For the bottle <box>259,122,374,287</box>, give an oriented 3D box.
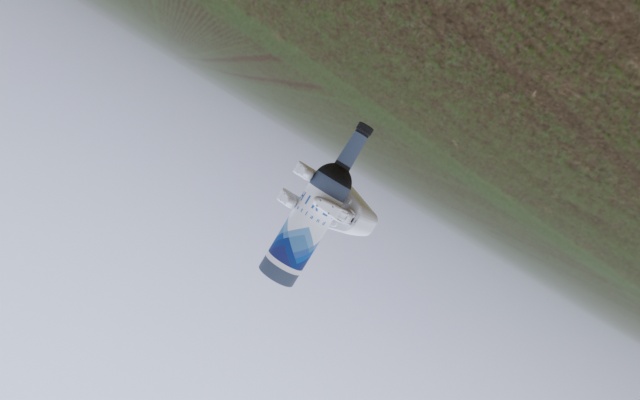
[{"bbox_3d":[0.000,0.003,0.794,0.069,0.296,0.069,31,4,-3],"label":"bottle"}]
